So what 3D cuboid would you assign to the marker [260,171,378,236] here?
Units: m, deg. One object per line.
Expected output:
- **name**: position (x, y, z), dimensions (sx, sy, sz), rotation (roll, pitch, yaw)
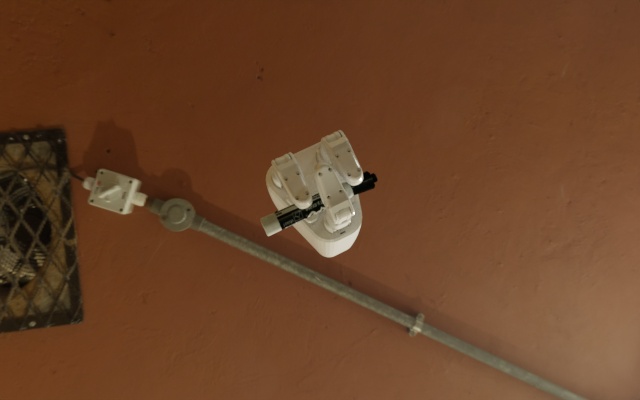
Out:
- **marker**: position (0.000, 0.001, 0.466), dimensions (0.121, 0.020, 0.020), rotation (-24, 3, -7)
